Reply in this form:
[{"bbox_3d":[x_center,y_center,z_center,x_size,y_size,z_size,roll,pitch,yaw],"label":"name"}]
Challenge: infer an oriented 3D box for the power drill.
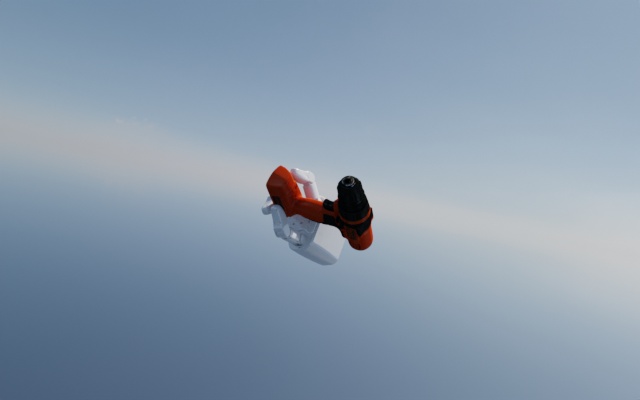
[{"bbox_3d":[0.000,0.003,0.816,0.187,0.057,0.185,22,-30,26],"label":"power drill"}]
